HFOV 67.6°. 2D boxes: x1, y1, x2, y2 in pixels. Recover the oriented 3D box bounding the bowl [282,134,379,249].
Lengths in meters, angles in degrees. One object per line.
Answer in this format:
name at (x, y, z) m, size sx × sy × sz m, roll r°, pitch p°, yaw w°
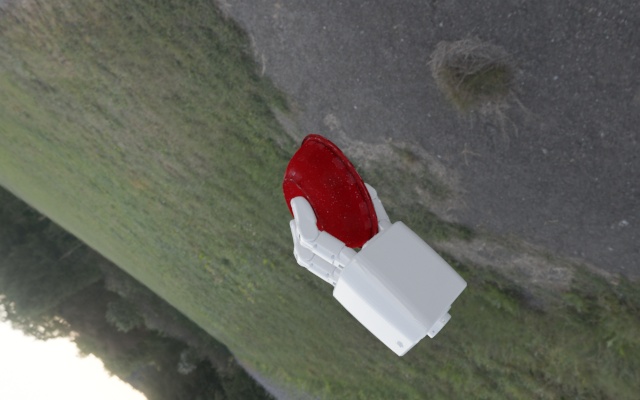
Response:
bowl at (-0.001, 0.001, 0.592) m, size 0.055 × 0.162 × 0.162 m, roll -29°, pitch 11°, yaw -20°
